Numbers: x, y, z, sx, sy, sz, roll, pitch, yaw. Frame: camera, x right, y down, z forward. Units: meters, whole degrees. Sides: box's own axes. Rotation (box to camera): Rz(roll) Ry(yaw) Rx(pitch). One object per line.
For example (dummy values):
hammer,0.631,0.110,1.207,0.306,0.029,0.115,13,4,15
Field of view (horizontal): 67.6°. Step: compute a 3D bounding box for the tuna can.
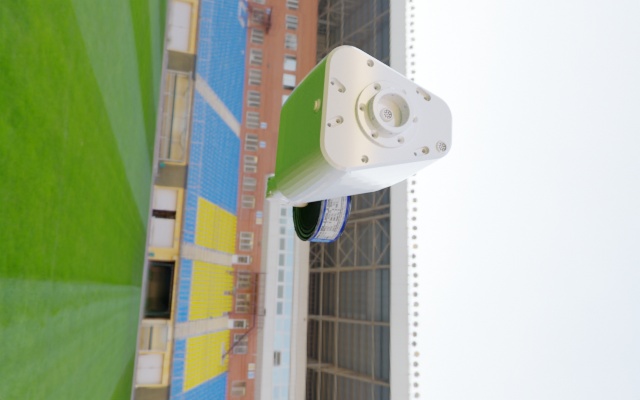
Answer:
tuna can,0.001,0.002,0.509,0.034,0.086,0.086,6,-2,-23
